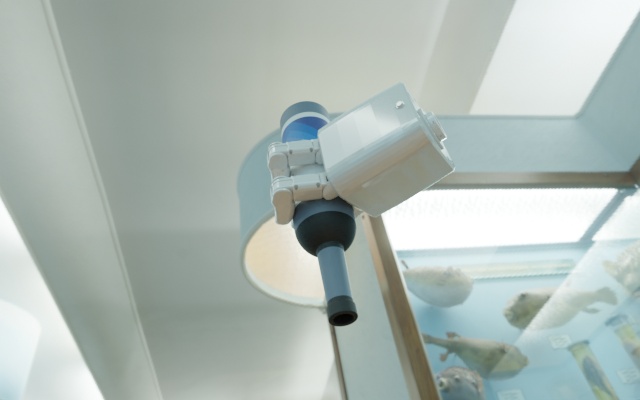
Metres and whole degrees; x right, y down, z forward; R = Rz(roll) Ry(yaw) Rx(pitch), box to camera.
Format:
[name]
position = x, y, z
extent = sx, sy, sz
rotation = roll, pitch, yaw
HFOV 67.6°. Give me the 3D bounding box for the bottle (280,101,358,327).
[bottle]
position = 0.000, 0.002, 0.531
extent = 0.069, 0.295, 0.069
rotation = -6, -43, -6
